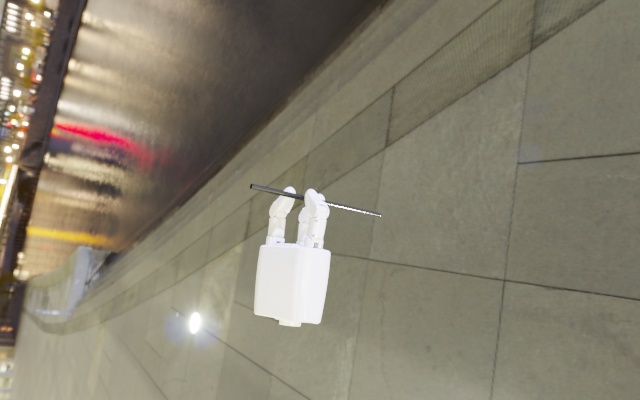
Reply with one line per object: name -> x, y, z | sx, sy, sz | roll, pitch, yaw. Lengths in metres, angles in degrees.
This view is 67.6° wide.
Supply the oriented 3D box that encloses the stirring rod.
stirring rod -> 0.000, 0.003, 0.751 | 0.239, 0.011, 0.011 | 13, -7, -31
